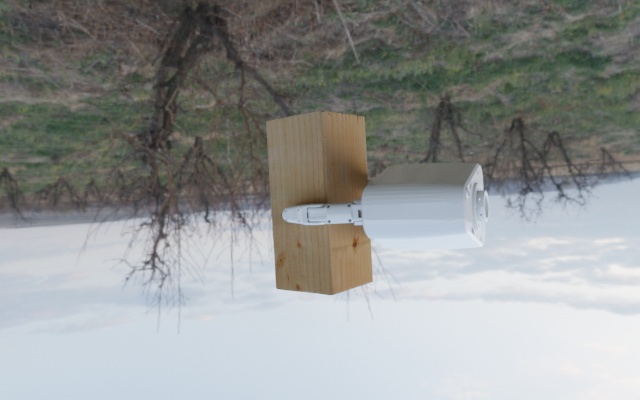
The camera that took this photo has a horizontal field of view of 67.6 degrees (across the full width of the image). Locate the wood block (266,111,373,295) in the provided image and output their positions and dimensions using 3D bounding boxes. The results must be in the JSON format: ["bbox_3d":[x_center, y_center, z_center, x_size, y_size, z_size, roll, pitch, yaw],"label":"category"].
[{"bbox_3d":[0.000,0.002,0.587,0.090,0.206,0.091,-2,2,39],"label":"wood block"}]
